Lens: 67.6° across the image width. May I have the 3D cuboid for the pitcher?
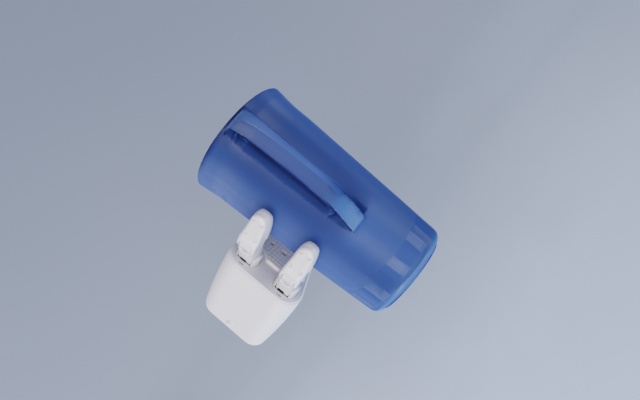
[{"bbox_3d":[0.000,0.002,0.502,0.243,0.145,0.149,39,36,5],"label":"pitcher"}]
